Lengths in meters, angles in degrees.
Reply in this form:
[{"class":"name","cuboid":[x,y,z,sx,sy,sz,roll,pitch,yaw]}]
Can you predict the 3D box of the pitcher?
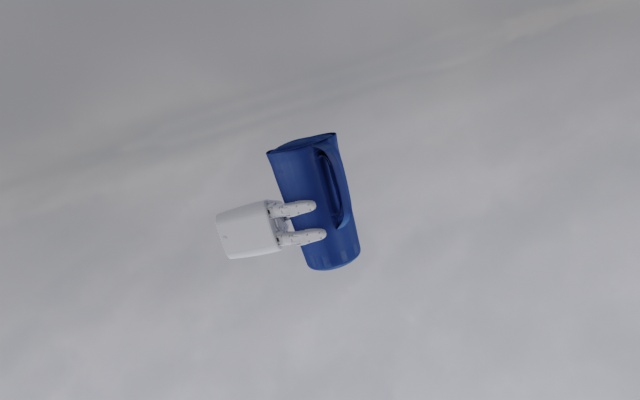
[{"class":"pitcher","cuboid":[0.000,0.003,0.881,0.145,0.243,0.149,-13,13,15]}]
